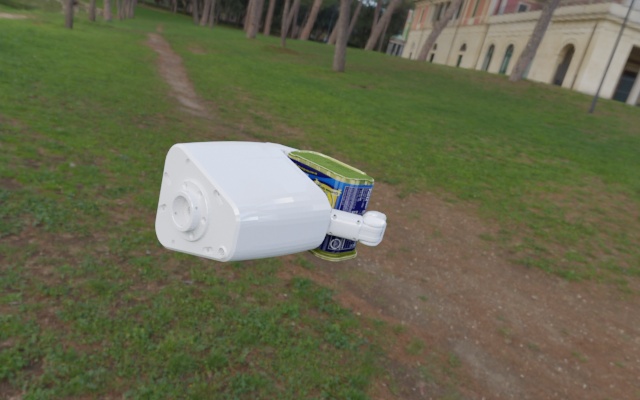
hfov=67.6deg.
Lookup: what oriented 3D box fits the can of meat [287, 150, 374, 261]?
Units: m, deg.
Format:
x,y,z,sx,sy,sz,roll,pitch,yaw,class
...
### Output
x,y,z,sx,sy,sz,roll,pitch,yaw,class
0.000,0.001,0.492,0.102,0.084,0.057,28,21,39,can of meat
